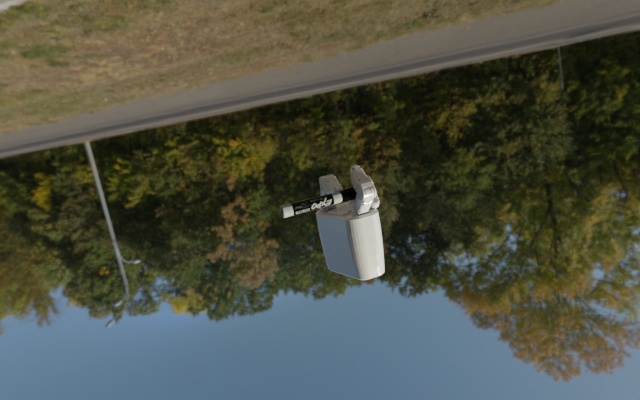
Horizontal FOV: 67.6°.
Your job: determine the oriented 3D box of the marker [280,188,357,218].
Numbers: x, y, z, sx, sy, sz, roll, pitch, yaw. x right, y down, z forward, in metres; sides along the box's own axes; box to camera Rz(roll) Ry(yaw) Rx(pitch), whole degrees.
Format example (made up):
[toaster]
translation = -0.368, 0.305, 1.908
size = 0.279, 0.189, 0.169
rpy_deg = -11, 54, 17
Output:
[marker]
translation = 0.000, 0.002, 0.709
size = 0.121, 0.020, 0.020
rpy_deg = -14, 4, -16
